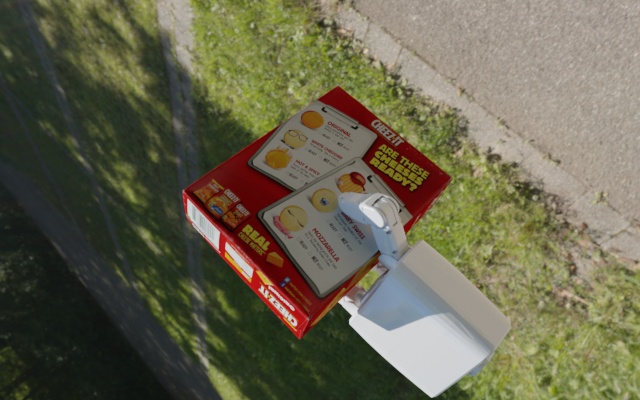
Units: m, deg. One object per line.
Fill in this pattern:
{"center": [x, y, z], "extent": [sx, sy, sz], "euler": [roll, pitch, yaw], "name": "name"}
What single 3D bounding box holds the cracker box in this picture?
{"center": [0.000, 0.002, 0.479], "extent": [0.213, 0.164, 0.072], "euler": [-40, -16, -29], "name": "cracker box"}
